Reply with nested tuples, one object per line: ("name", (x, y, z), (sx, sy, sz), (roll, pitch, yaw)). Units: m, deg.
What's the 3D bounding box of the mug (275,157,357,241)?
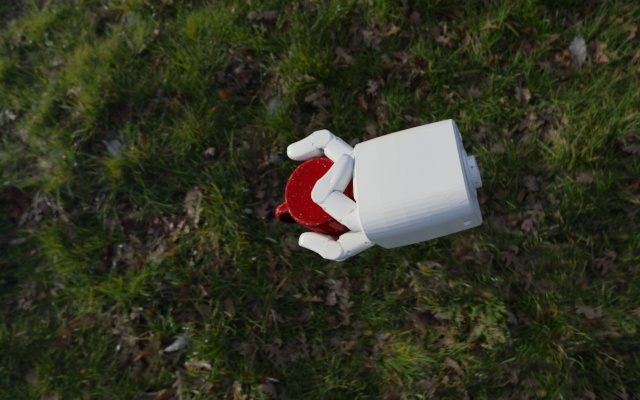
("mug", (-0.001, 0.002, 0.567), (0.117, 0.093, 0.081), (-17, -20, 21))
